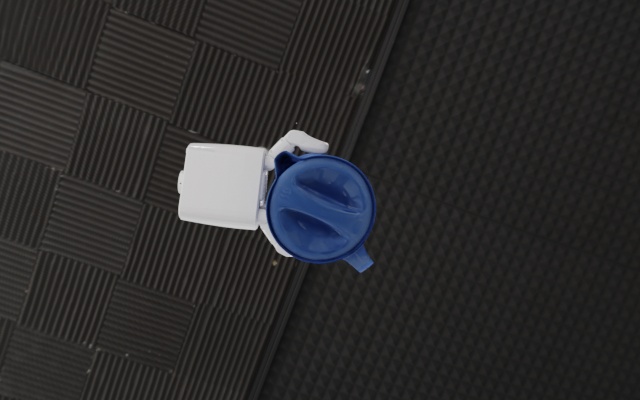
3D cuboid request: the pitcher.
[{"bbox_3d":[0.000,0.002,0.686,0.145,0.149,0.243,6,9,-4],"label":"pitcher"}]
